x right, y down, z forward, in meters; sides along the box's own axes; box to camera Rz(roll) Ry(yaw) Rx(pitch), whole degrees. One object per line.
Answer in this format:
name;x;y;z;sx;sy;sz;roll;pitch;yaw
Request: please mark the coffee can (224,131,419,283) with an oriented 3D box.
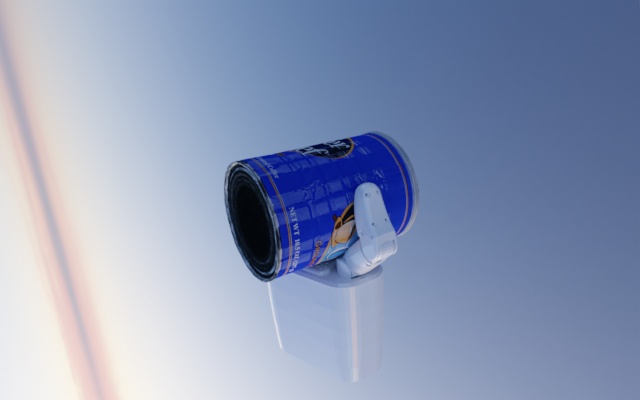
coffee can;0.000;0.001;0.422;0.140;0.103;0.103;-16;8;-29
